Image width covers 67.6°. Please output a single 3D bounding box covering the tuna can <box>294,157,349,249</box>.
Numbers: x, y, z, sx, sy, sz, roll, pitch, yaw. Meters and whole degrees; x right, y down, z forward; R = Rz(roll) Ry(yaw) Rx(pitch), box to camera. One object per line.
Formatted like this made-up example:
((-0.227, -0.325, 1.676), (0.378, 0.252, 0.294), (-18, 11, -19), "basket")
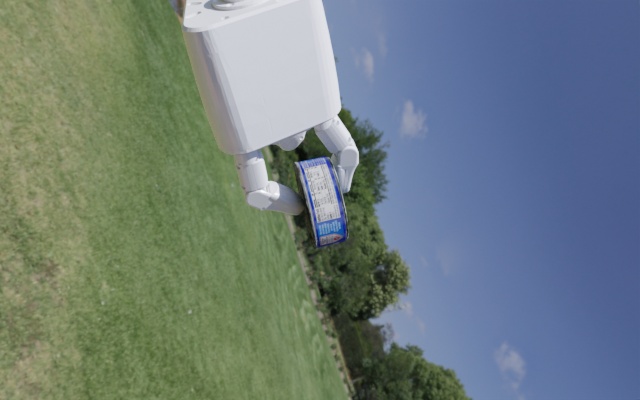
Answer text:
((0.001, 0.001, 0.460), (0.034, 0.086, 0.086), (-13, 1, -6), "tuna can")
